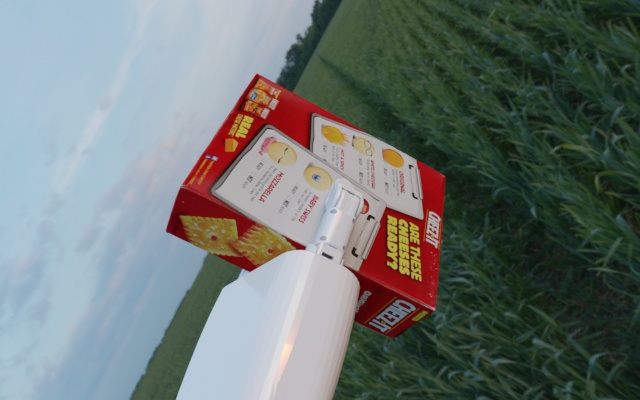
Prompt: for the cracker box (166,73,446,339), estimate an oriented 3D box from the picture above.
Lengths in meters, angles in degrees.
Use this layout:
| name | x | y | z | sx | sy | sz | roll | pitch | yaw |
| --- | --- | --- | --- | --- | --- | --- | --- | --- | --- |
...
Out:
| name | x | y | z | sx | sy | sz | roll | pitch | yaw |
| --- | --- | --- | --- | --- | --- | --- | --- | --- | --- |
| cracker box | 0.000 | 0.001 | 0.427 | 0.214 | 0.164 | 0.072 | 27 | -44 | -9 |
